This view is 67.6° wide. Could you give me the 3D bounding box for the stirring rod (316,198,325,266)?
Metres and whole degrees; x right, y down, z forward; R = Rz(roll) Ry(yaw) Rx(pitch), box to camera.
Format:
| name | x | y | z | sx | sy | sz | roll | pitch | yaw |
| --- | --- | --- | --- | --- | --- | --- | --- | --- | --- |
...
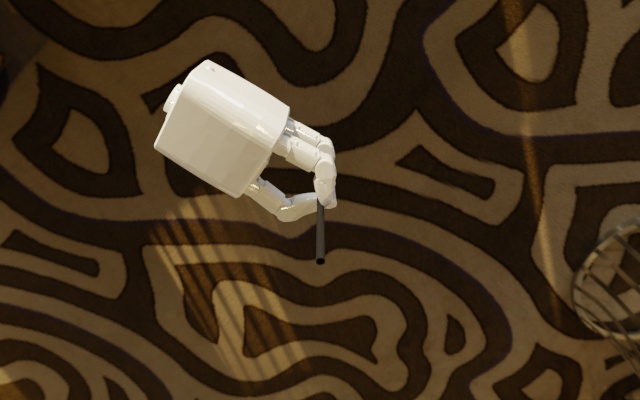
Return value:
| name | x | y | z | sx | sy | sz | roll | pitch | yaw |
| --- | --- | --- | --- | --- | --- | --- | --- | --- | --- |
| stirring rod | 0.000 | 0.002 | 0.528 | 0.011 | 0.011 | 0.239 | 0 | 26 | 0 |
